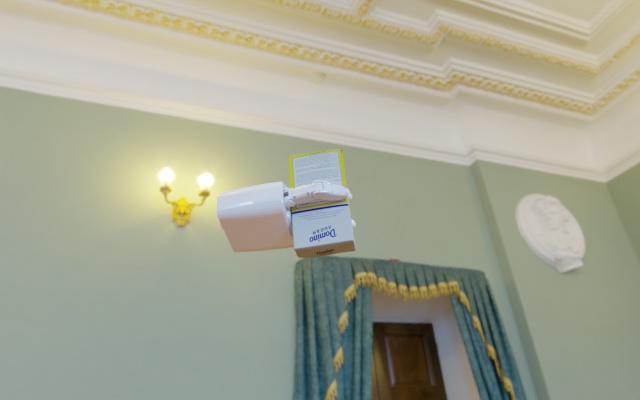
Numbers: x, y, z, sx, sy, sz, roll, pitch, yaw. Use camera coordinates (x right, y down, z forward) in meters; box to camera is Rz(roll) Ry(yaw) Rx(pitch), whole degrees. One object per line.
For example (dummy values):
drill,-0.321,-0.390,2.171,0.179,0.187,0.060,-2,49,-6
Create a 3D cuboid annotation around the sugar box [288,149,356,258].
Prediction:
sugar box,0.000,0.003,0.769,0.093,0.176,0.048,-8,-30,5
